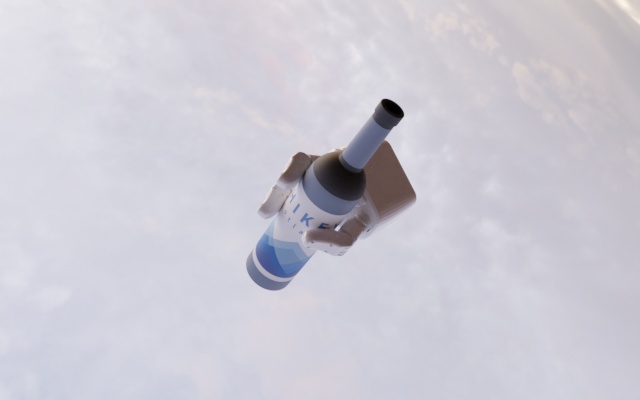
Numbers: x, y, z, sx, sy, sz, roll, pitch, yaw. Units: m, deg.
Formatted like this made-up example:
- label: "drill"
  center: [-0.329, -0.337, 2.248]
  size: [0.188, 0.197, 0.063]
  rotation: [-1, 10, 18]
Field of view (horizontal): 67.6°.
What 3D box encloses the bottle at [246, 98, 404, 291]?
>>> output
- label: "bottle"
  center: [0.000, 0.002, 0.551]
  size: [0.069, 0.069, 0.296]
  rotation: [0, -38, -37]
